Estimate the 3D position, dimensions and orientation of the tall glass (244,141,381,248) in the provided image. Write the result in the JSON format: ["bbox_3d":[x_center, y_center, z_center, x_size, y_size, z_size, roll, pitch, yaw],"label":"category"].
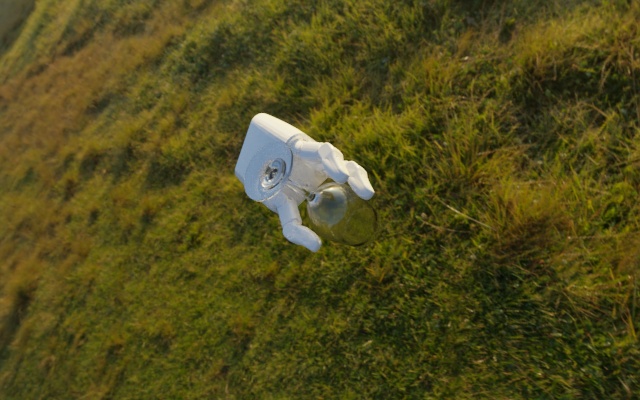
[{"bbox_3d":[0.000,0.002,0.608,0.079,0.079,0.201,0,-21,40],"label":"tall glass"}]
